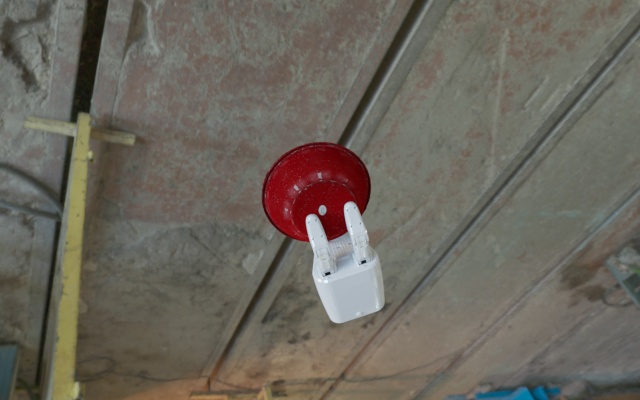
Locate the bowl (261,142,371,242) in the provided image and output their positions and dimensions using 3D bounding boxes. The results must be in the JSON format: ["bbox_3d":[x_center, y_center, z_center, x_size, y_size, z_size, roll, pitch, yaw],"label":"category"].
[{"bbox_3d":[0.000,0.001,0.669,0.162,0.162,0.055,0,27,-12],"label":"bowl"}]
